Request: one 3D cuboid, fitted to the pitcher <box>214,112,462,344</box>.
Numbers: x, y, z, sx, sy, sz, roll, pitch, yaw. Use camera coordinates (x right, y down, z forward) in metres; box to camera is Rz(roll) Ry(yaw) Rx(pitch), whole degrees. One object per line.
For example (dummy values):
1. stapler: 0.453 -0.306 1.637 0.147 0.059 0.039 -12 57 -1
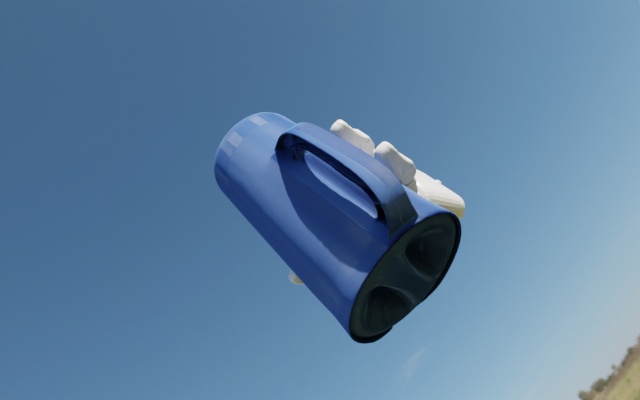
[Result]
1. pitcher: 0.000 0.002 0.455 0.145 0.149 0.242 6 26 -50
